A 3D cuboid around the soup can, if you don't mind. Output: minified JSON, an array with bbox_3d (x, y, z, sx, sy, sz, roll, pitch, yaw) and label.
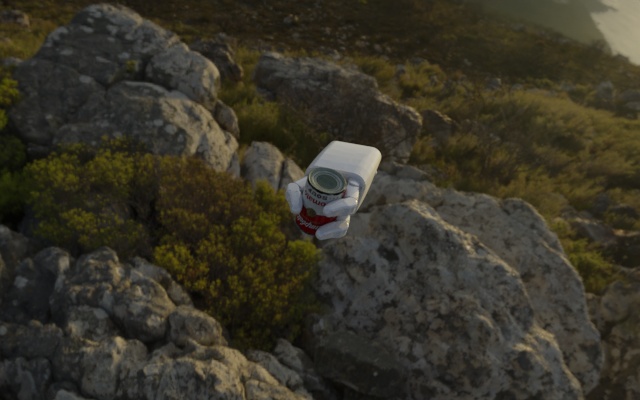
[{"bbox_3d":[0.000,0.003,0.810,0.068,0.102,0.068,10,42,-9],"label":"soup can"}]
